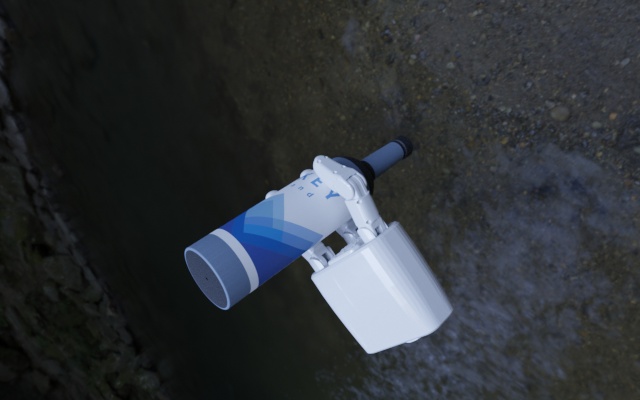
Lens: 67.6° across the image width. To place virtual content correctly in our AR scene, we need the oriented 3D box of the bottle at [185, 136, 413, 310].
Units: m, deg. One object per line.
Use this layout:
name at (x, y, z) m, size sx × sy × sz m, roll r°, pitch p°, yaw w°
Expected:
bottle at (0.000, 0.002, 0.508) m, size 0.295 × 0.069 × 0.069 m, roll -34°, pitch 20°, yaw -33°
